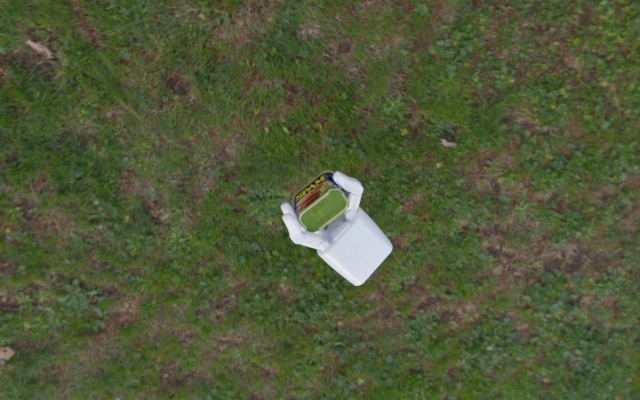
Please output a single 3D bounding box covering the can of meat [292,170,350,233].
[{"bbox_3d":[0.000,0.003,0.881,0.102,0.057,0.084,-38,24,9],"label":"can of meat"}]
